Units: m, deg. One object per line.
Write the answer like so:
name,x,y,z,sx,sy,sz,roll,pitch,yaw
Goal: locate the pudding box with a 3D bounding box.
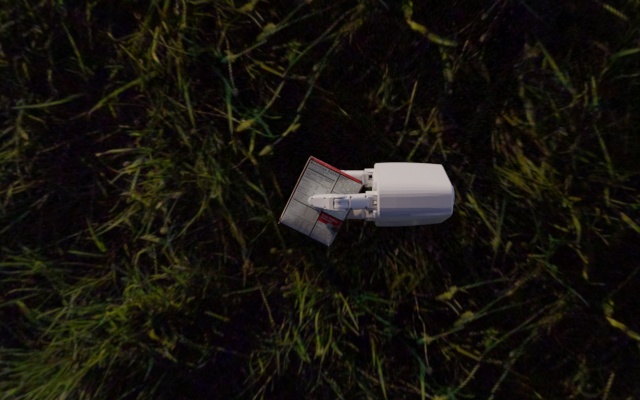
pudding box,0.000,0.002,0.719,0.090,0.113,0.039,27,7,-2
